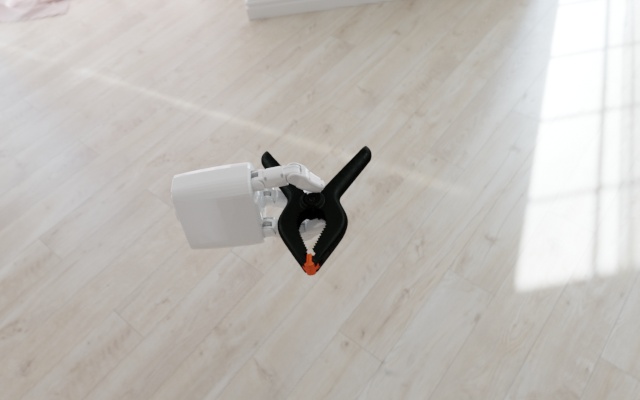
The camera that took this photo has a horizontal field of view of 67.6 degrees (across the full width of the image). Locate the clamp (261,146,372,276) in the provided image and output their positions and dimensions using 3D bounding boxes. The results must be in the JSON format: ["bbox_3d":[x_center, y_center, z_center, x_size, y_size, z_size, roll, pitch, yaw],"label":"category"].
[{"bbox_3d":[0.000,0.002,0.659,0.164,0.209,0.036,-8,-37,3],"label":"clamp"}]
